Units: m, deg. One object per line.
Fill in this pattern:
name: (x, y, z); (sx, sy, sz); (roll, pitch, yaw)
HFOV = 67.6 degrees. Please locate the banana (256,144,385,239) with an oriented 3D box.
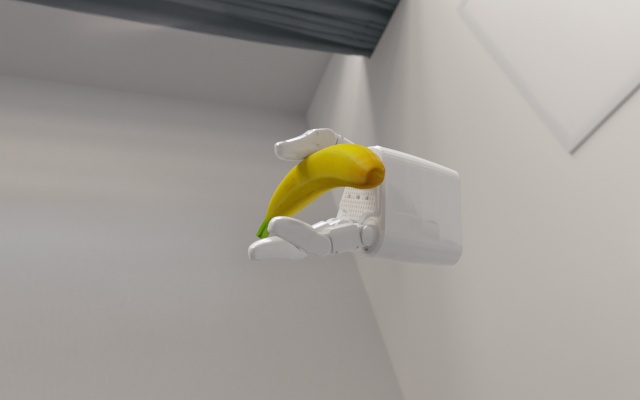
banana: (0.001, -0.015, 0.435); (0.037, 0.069, 0.198); (20, -27, -25)
